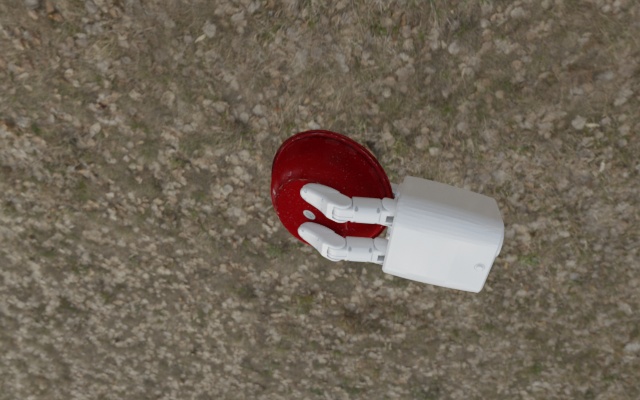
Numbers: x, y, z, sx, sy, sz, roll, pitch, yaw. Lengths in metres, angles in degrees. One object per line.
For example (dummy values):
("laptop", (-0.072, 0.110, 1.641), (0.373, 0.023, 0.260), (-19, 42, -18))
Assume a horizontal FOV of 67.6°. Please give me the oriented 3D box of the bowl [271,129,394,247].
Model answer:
("bowl", (-0.001, 0.002, 0.558), (0.162, 0.162, 0.055), (0, 31, 30))
